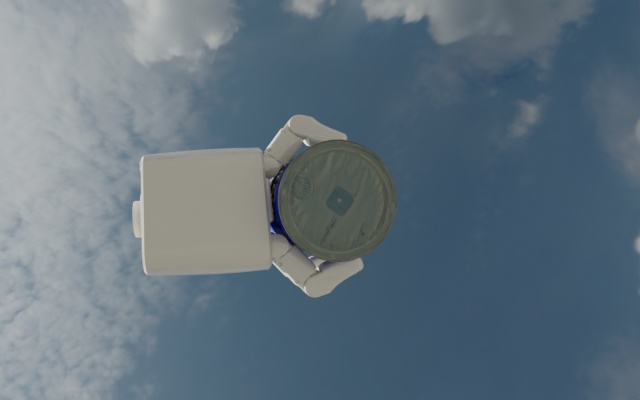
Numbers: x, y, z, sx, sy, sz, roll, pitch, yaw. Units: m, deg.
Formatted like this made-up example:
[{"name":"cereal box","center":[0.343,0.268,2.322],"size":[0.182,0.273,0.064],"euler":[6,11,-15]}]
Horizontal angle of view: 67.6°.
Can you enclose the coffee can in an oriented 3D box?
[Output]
[{"name":"coffee can","center":[0.000,0.001,0.464],"size":[0.103,0.103,0.140],"euler":[0,-1,-13]}]
